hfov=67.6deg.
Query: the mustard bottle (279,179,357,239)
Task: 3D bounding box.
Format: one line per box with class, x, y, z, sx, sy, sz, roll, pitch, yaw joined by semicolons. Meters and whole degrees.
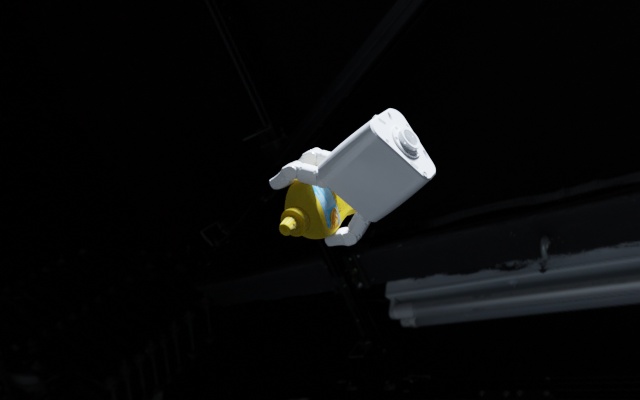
mustard bottle;0.000;0.002;0.703;0.058;0.096;0.191;-11;17;35
